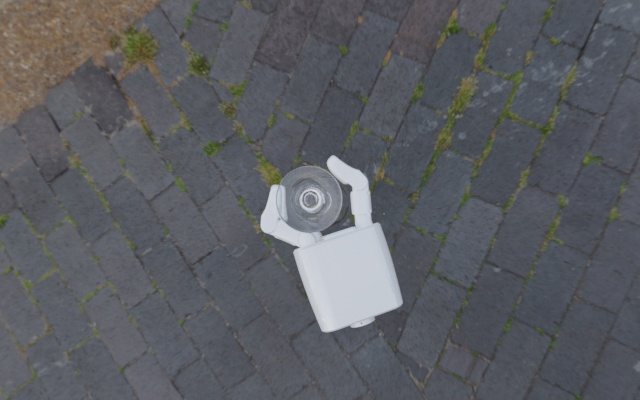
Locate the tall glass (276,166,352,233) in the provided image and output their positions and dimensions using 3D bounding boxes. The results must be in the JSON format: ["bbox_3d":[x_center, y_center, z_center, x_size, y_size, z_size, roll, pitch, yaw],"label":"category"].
[{"bbox_3d":[0.000,0.002,0.623,0.079,0.079,0.201,0,-1,8],"label":"tall glass"}]
